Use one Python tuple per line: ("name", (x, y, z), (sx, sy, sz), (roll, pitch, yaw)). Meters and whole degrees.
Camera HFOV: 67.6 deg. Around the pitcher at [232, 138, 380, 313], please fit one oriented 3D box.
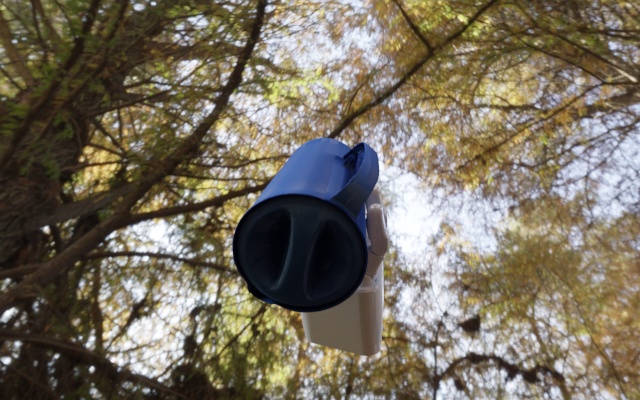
("pitcher", (0.000, 0.002, 0.562), (0.149, 0.145, 0.242), (-4, 23, 9))
